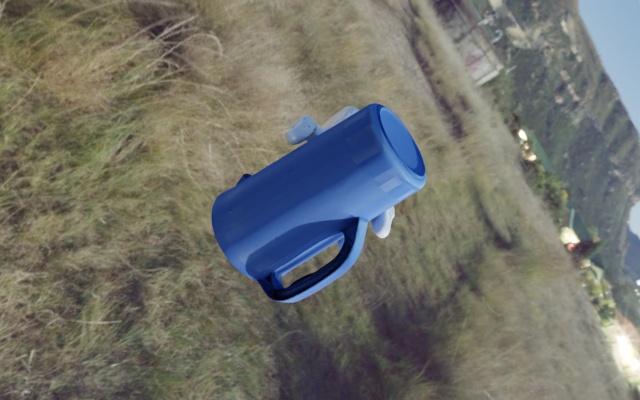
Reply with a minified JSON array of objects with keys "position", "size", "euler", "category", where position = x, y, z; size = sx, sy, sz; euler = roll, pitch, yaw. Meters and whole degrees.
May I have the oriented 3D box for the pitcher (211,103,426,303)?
[{"position":[0.000,0.002,0.565],"size":[0.243,0.149,0.145],"euler":[-31,14,27],"category":"pitcher"}]
